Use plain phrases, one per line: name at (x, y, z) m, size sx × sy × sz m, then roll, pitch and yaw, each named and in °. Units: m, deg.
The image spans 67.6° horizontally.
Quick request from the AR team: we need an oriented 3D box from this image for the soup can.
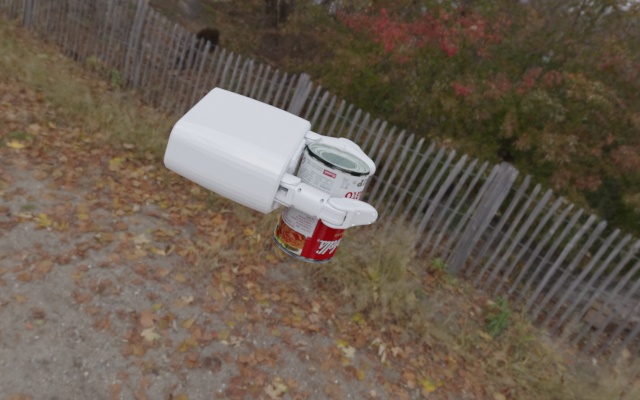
soup can at (0.001, 0.002, 0.476) m, size 0.068 × 0.102 × 0.068 m, roll 20°, pitch 21°, yaw -8°
